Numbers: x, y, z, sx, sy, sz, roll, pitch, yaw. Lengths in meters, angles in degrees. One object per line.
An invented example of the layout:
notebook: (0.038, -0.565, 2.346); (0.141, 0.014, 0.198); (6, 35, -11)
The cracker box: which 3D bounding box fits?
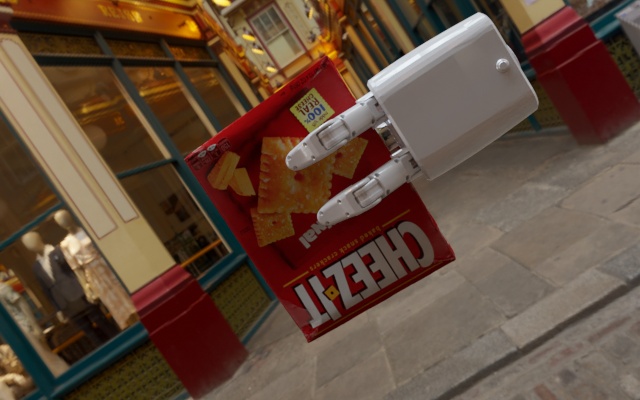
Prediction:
cracker box: (0.000, 0.001, 0.454); (0.164, 0.214, 0.072); (-32, 4, 11)
